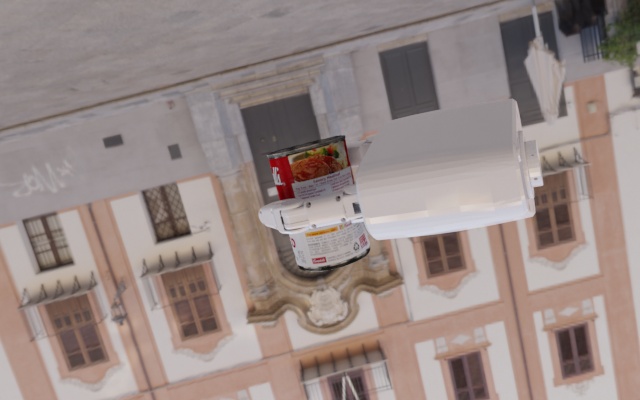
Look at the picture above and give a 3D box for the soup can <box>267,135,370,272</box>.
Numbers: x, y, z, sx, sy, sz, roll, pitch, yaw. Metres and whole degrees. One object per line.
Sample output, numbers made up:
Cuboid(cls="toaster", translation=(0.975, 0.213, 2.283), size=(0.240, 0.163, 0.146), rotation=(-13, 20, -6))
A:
Cuboid(cls="soup can", translation=(0.000, 0.002, 0.409), size=(0.068, 0.102, 0.068), rotation=(-14, 10, 2))
